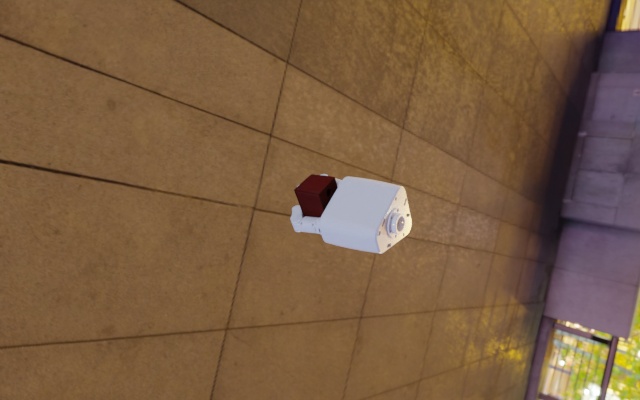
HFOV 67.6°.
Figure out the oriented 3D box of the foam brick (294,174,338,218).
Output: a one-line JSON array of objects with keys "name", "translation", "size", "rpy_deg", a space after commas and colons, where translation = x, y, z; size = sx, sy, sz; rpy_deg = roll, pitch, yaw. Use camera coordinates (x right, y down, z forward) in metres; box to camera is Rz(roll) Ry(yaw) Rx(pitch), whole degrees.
[{"name": "foam brick", "translation": [0.000, 0.002, 0.800], "size": [0.051, 0.078, 0.053], "rpy_deg": [8, 41, 36]}]
